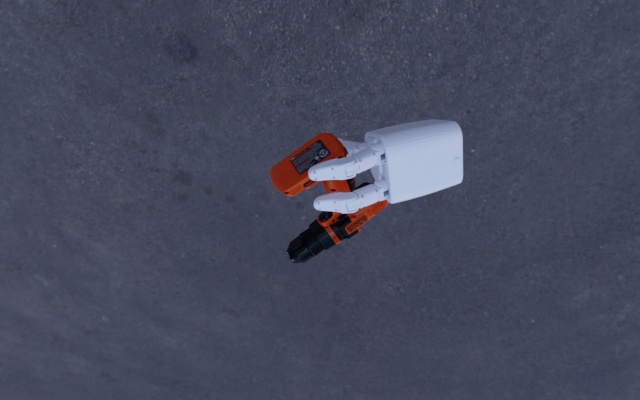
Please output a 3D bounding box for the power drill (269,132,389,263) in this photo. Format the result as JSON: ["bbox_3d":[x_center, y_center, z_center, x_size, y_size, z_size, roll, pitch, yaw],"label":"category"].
[{"bbox_3d":[0.000,0.002,0.700,0.184,0.057,0.188,-37,-38,-1],"label":"power drill"}]
